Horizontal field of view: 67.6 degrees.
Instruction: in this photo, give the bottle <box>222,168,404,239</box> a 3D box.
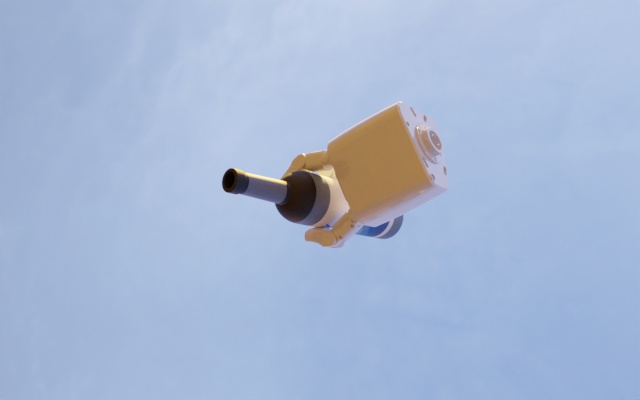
[{"bbox_3d":[0.000,0.002,0.621,0.069,0.069,0.296,0,-9,43],"label":"bottle"}]
